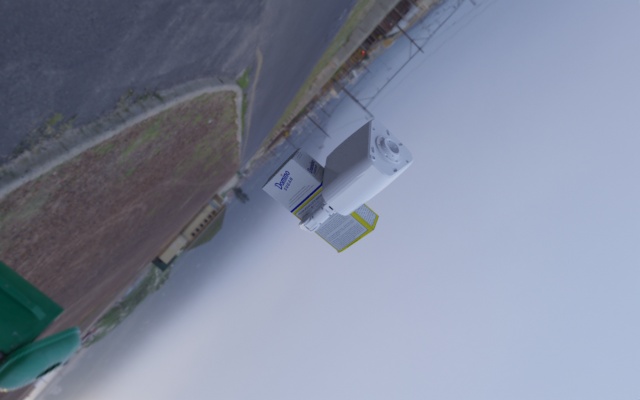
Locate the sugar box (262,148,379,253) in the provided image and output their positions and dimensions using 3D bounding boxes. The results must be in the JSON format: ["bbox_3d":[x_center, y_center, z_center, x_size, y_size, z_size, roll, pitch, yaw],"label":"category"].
[{"bbox_3d":[0.000,0.002,0.788,0.093,0.176,0.048,-40,12,39],"label":"sugar box"}]
